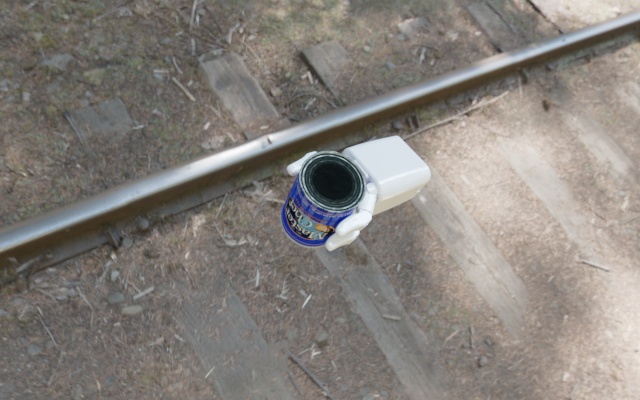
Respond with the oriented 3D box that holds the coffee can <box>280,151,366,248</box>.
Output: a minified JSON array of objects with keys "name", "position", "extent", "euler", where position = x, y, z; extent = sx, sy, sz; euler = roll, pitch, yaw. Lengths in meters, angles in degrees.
[{"name":"coffee can","position":[0.000,0.003,0.751],"extent":[0.103,0.102,0.140],"euler":[0,-27,-17]}]
